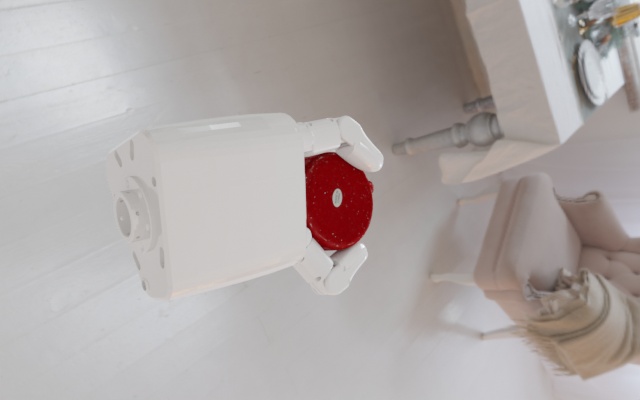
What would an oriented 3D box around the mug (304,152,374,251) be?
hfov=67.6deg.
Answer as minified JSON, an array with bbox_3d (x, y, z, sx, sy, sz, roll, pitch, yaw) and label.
[{"bbox_3d":[0.001,0.001,0.426,0.117,0.093,0.081,-14,3,-40],"label":"mug"}]
